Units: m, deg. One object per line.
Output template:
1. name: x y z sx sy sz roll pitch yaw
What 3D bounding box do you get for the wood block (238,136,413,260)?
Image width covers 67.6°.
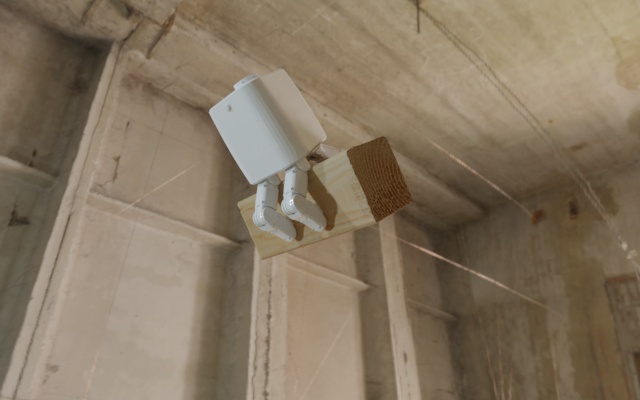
1. wood block: 0.000 0.002 0.619 0.206 0.090 0.091 -22 3 42
